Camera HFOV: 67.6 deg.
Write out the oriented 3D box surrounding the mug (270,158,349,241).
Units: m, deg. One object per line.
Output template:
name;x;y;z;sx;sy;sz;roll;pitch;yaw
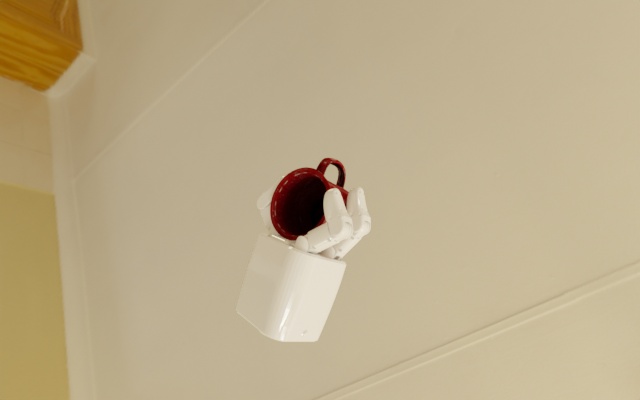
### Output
mug;0.001;0.001;0.618;0.093;0.117;0.081;18;-3;38
